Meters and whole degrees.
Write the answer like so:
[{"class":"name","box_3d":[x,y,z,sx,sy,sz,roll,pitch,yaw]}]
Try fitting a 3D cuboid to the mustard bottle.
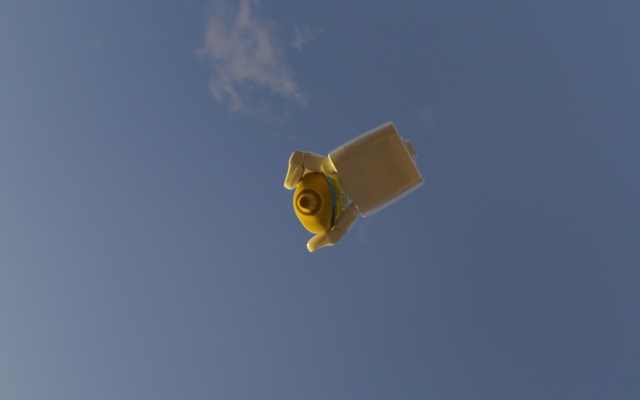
[{"class":"mustard bottle","box_3d":[0.000,0.003,0.750,0.058,0.096,0.191,-3,0,13]}]
